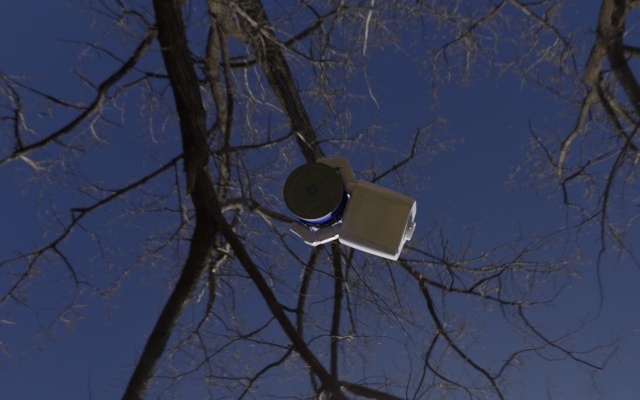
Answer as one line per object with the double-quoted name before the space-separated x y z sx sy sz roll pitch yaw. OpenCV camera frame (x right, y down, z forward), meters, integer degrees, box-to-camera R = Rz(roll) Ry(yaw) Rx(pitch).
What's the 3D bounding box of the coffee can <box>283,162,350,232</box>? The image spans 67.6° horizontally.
"coffee can" 0.000 0.003 0.868 0.103 0.102 0.140 0 -17 12
